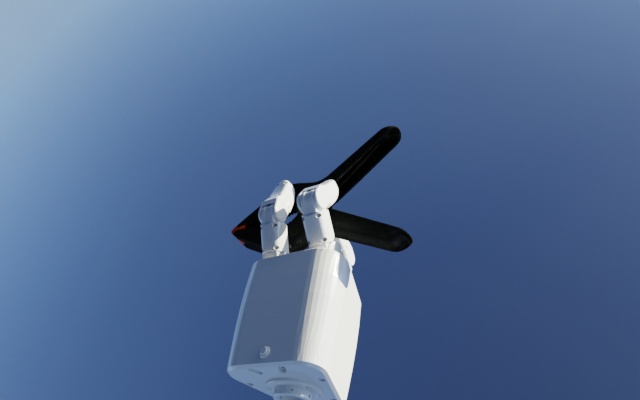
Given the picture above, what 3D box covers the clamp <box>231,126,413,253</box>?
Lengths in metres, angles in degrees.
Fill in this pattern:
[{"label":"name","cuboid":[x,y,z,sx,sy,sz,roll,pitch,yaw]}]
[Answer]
[{"label":"clamp","cuboid":[0.000,0.002,0.508,0.210,0.164,0.036,-15,-49,28]}]
